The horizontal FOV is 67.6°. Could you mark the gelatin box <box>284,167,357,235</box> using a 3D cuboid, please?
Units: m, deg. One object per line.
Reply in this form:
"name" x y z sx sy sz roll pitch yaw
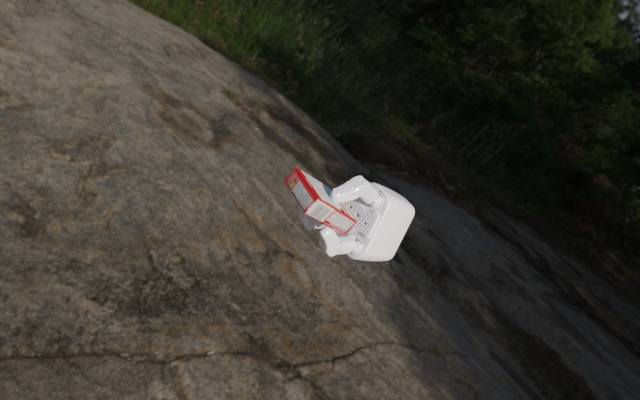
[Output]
"gelatin box" 0.000 0.002 0.647 0.089 0.030 0.073 31 18 -44
